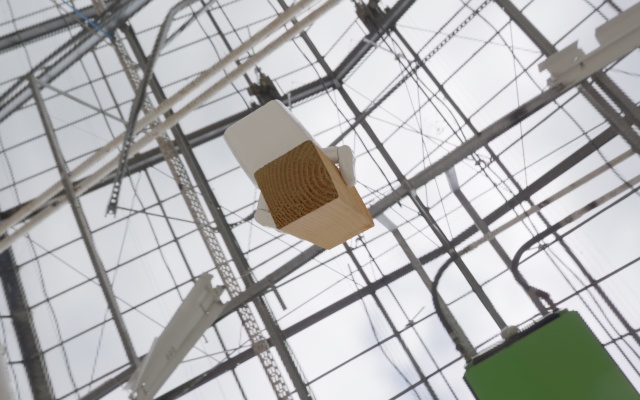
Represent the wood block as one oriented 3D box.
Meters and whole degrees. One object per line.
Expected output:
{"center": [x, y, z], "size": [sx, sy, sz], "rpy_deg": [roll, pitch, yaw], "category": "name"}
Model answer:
{"center": [0.000, 0.002, 0.691], "size": [0.091, 0.090, 0.206], "rpy_deg": [-30, -20, 11], "category": "wood block"}
